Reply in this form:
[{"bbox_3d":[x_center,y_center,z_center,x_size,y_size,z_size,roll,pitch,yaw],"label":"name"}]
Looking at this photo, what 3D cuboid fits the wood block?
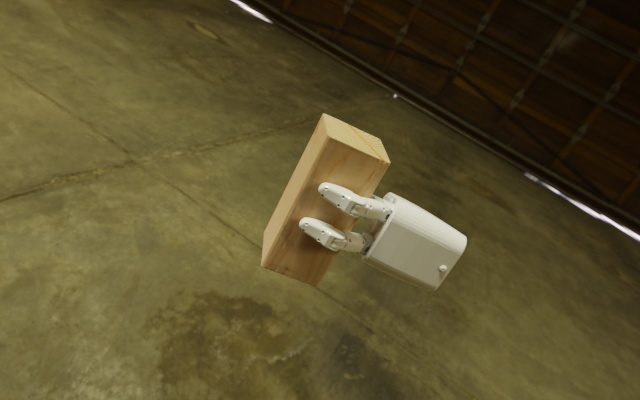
[{"bbox_3d":[0.001,0.002,0.651,0.090,0.206,0.090,22,24,-14],"label":"wood block"}]
